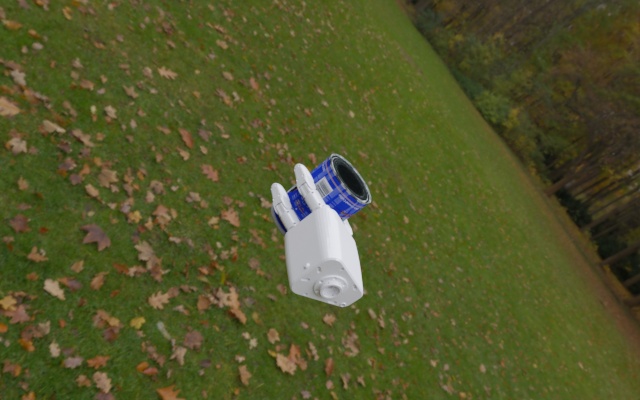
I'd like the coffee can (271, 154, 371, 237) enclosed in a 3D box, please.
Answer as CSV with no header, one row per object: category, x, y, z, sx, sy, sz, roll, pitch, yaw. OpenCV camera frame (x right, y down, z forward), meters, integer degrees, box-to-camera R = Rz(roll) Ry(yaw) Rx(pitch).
coffee can,0.000,0.003,0.814,0.140,0.102,0.103,-38,-17,22
